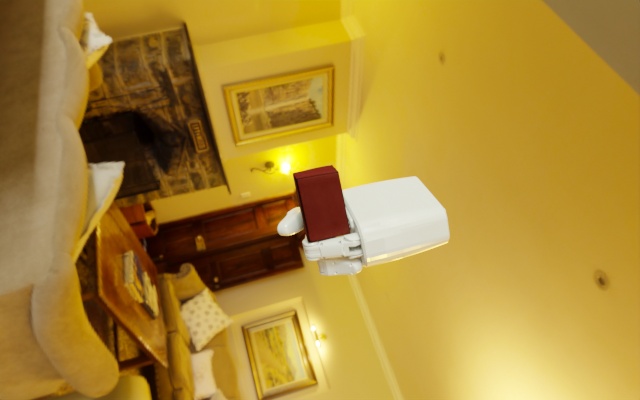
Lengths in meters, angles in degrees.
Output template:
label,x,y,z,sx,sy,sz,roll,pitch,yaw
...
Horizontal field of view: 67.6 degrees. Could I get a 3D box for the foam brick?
label,x,y,z,sx,sy,sz,roll,pitch,yaw
foam brick,0.000,0.002,0.567,0.051,0.078,0.053,-13,15,-3
